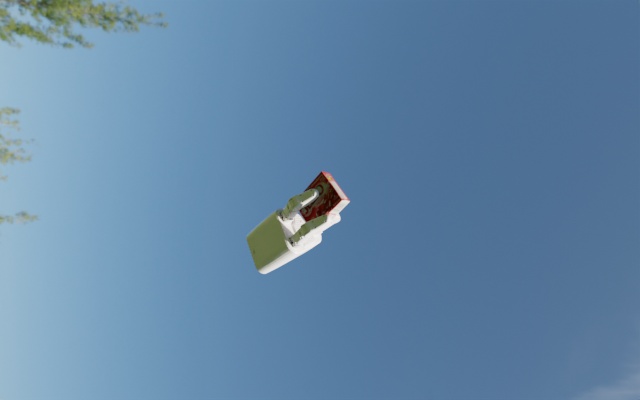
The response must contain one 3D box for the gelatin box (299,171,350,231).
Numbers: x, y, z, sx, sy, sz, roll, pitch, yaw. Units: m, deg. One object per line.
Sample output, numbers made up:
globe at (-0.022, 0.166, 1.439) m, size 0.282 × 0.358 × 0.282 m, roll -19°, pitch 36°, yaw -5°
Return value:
gelatin box at (0.001, 0.003, 0.885) m, size 0.089 × 0.073 × 0.030 m, roll -47°, pitch -29°, yaw 23°
